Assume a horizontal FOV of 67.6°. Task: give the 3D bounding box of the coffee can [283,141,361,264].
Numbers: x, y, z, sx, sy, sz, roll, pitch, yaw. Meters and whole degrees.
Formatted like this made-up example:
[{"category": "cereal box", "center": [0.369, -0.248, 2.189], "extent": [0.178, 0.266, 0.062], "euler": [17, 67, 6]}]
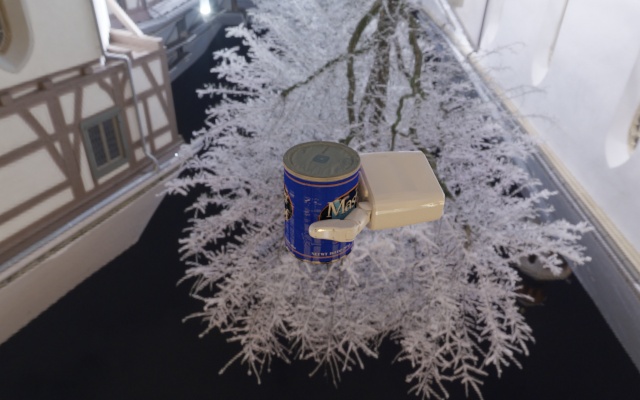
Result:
[{"category": "coffee can", "center": [0.000, 0.002, 0.665], "extent": [0.103, 0.140, 0.102], "euler": [1, 33, -1]}]
